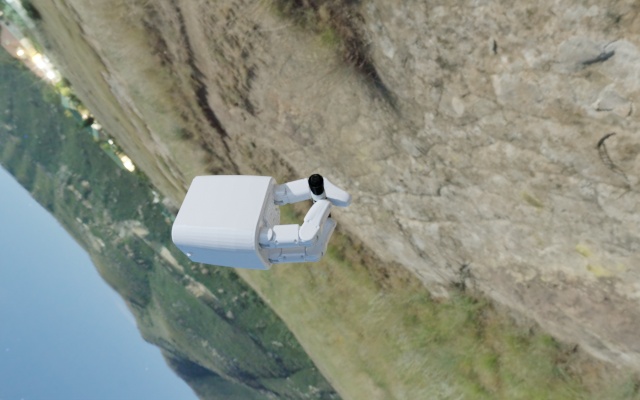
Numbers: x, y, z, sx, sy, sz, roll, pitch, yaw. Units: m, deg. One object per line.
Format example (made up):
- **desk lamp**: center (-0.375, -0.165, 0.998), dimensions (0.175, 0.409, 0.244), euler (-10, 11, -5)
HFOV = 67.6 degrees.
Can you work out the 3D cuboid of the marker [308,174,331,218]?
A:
- **marker**: center (0.000, 0.002, 0.592), dimensions (0.020, 0.020, 0.121), euler (0, -27, 7)
